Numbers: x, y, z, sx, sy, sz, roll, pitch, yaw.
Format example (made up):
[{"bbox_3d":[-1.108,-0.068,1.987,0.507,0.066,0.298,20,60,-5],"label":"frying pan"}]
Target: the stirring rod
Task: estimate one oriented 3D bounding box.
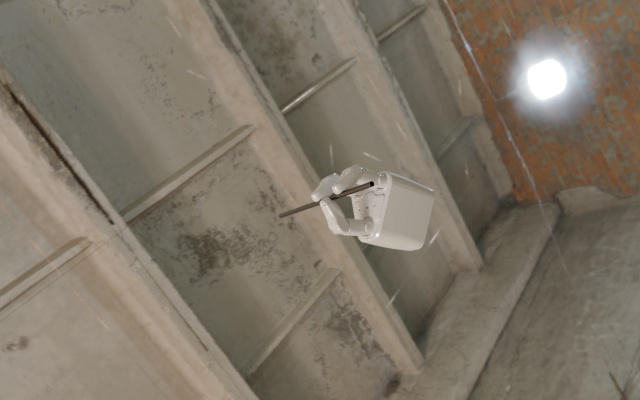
[{"bbox_3d":[0.000,0.002,0.737,0.011,0.011,0.239,0,-12,-36],"label":"stirring rod"}]
